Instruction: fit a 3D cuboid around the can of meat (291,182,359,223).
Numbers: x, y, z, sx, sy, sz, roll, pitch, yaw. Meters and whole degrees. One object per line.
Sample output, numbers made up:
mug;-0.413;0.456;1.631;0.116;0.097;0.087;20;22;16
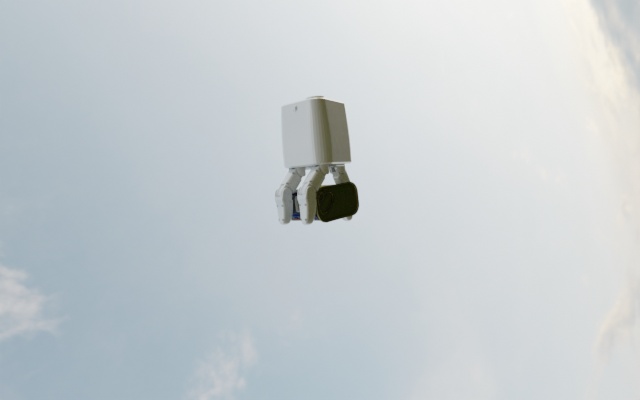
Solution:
can of meat;0.000;0.003;0.804;0.084;0.057;0.102;-2;8;44
